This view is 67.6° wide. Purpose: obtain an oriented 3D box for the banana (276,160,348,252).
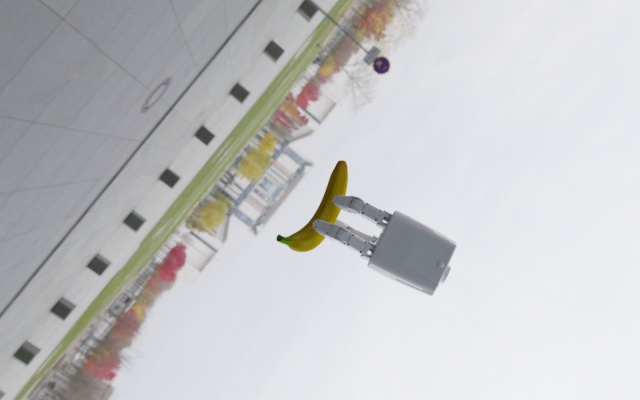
[{"bbox_3d":[0.003,0.018,0.770,0.037,0.070,0.197,12,48,30],"label":"banana"}]
